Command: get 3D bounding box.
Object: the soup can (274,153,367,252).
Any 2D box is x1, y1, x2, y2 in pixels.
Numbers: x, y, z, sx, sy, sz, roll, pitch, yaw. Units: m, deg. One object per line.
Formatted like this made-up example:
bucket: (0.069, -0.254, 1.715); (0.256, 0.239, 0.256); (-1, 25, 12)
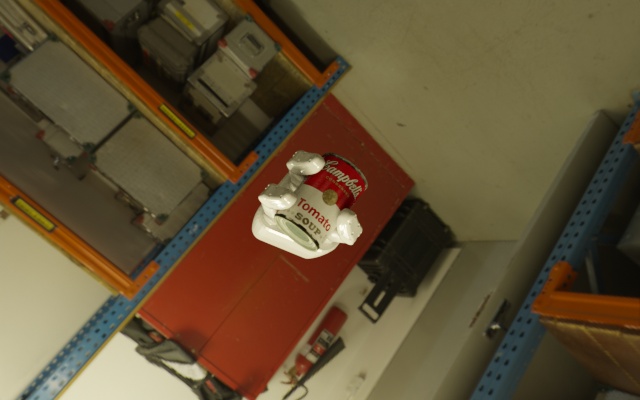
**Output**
soup can: (0.000, 0.002, 0.572); (0.068, 0.102, 0.068); (34, -20, 14)
